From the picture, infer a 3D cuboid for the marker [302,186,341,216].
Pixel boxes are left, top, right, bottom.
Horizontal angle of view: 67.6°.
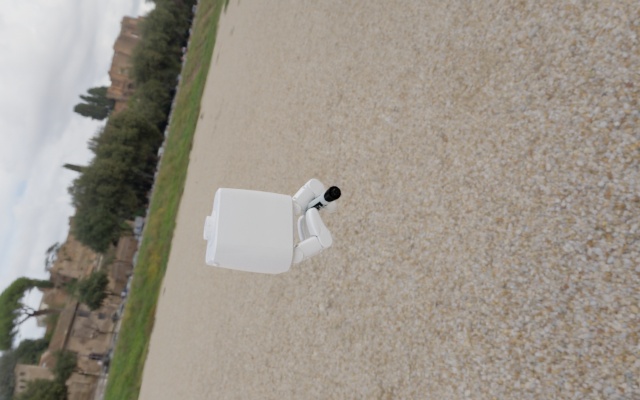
[{"bbox_3d":[0.000,0.002,0.675,0.020,0.020,0.121,0,-13,-20],"label":"marker"}]
